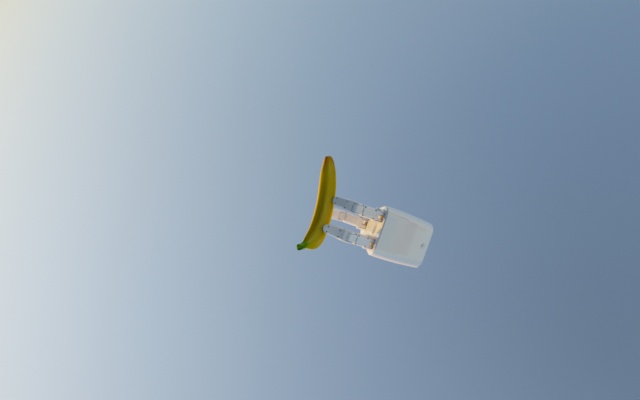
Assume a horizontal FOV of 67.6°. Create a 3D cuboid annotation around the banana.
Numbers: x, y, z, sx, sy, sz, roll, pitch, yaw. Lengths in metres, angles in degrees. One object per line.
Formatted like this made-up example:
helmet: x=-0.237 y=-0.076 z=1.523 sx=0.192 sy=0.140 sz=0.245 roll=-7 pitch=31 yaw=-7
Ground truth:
banana: x=0.003 y=0.014 z=0.912 sx=0.037 sy=0.197 sz=0.070 roll=9 pitch=-22 yaw=16
